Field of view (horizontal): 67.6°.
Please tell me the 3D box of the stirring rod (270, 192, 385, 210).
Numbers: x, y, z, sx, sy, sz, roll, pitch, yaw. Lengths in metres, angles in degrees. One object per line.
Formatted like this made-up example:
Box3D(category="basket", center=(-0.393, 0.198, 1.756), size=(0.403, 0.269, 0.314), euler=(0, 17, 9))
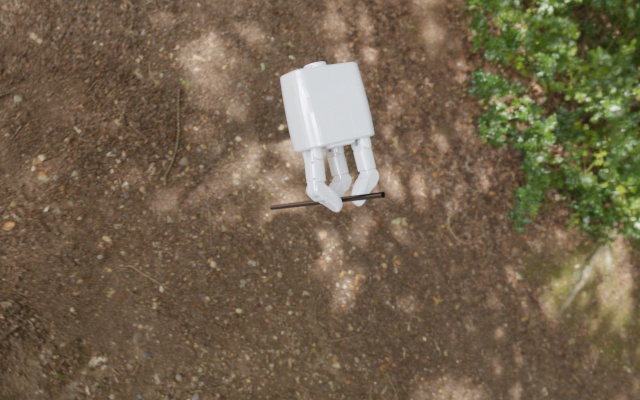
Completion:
Box3D(category="stirring rod", center=(0.000, 0.002, 0.707), size=(0.011, 0.011, 0.239), euler=(0, -5, -43))
